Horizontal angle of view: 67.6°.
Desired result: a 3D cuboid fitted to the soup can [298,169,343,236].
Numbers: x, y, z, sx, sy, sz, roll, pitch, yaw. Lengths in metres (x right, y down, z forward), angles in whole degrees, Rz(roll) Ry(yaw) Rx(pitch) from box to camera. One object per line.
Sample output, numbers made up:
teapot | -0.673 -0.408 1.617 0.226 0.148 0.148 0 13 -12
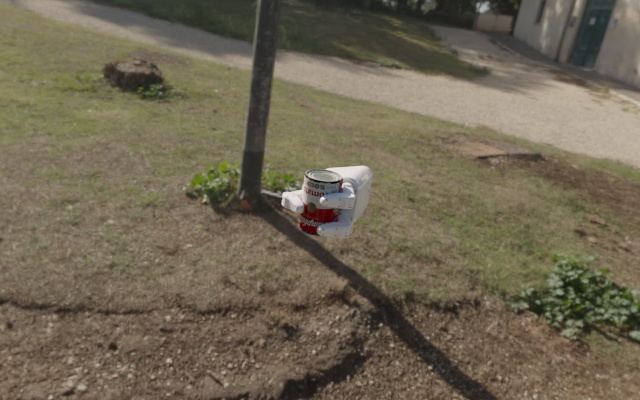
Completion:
soup can | 0.000 0.003 0.840 0.068 0.102 0.068 7 22 -3
